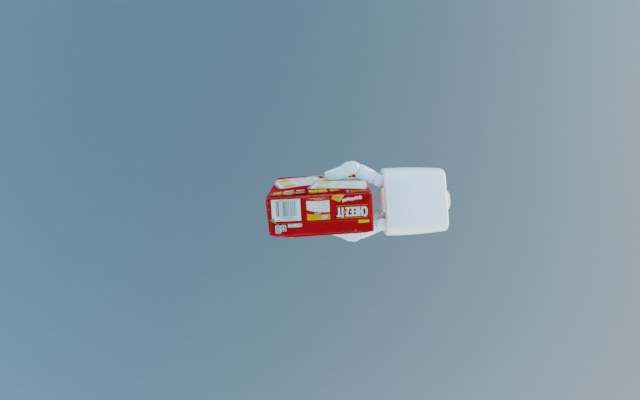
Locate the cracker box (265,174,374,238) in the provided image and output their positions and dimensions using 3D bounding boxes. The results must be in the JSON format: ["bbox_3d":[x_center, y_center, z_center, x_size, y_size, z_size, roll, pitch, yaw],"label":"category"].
[{"bbox_3d":[0.000,0.003,0.825,0.164,0.072,0.213,-3,11,1],"label":"cracker box"}]
